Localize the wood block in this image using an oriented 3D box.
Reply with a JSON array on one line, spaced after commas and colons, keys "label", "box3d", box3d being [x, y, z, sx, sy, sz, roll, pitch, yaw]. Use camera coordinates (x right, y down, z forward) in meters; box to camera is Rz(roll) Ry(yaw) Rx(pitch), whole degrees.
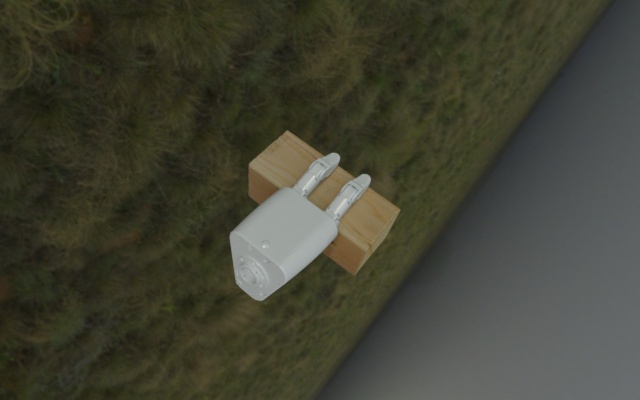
[{"label": "wood block", "box3d": [0.000, 0.003, 0.706, 0.206, 0.090, 0.091, 36, -29, 13]}]
